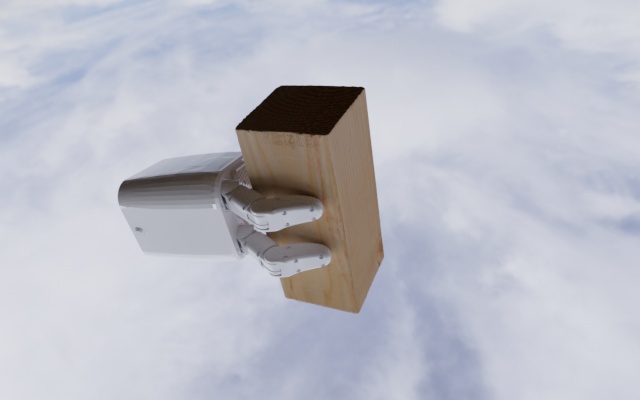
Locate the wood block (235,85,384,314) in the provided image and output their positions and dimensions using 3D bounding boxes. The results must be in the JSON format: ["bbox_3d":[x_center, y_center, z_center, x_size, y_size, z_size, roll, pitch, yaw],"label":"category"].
[{"bbox_3d":[0.000,0.001,0.469,0.090,0.206,0.090,7,40,23],"label":"wood block"}]
